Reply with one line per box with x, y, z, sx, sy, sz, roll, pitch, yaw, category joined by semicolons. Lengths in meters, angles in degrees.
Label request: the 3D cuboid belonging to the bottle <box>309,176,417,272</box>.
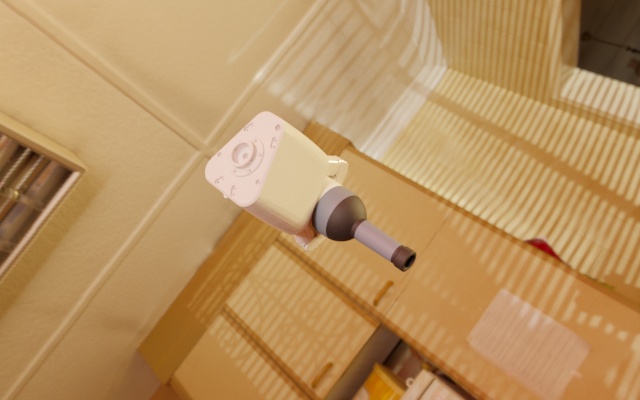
0.000;0.002;0.626;0.295;0.069;0.069;34;20;34;bottle
